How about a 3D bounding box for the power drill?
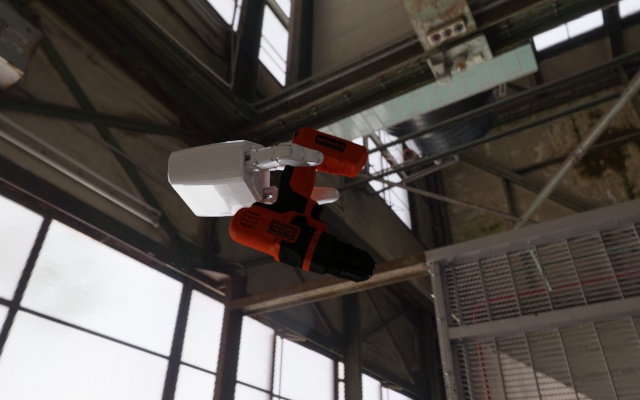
[{"bbox_3d":[0.000,0.002,0.615,0.184,0.187,0.057,20,-33,5],"label":"power drill"}]
